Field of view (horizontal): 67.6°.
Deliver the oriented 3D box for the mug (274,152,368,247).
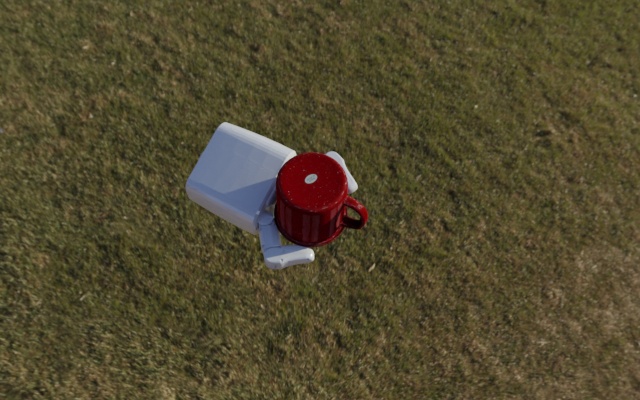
[{"bbox_3d":[0.001,0.002,0.561,0.117,0.093,0.081,24,-27,11],"label":"mug"}]
